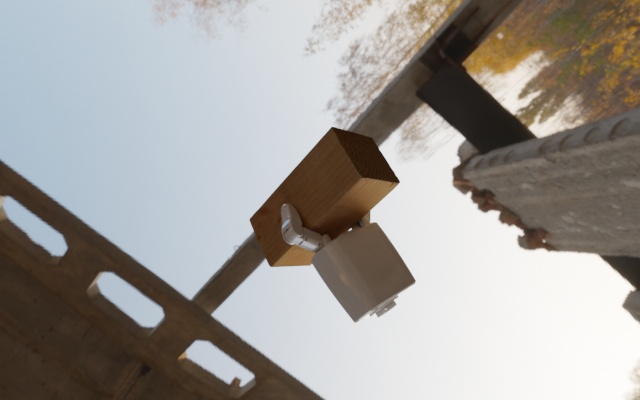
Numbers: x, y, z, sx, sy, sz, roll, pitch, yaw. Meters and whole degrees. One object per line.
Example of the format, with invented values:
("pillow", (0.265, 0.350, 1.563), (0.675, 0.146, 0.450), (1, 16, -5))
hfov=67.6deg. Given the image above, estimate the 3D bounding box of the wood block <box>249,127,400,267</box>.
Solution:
("wood block", (0.000, 0.003, 0.688), (0.091, 0.090, 0.206), (6, -42, -47))
